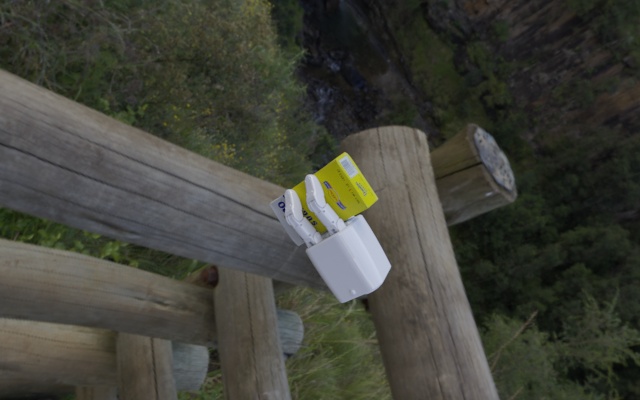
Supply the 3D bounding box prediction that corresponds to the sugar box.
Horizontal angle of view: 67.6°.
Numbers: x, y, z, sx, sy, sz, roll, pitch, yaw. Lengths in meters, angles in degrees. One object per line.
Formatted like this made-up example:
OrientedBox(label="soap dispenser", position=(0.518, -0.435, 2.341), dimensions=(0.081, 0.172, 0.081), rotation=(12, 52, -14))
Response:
OrientedBox(label="sugar box", position=(0.000, 0.003, 0.797), dimensions=(0.176, 0.093, 0.048), rotation=(-33, 2, 37))
